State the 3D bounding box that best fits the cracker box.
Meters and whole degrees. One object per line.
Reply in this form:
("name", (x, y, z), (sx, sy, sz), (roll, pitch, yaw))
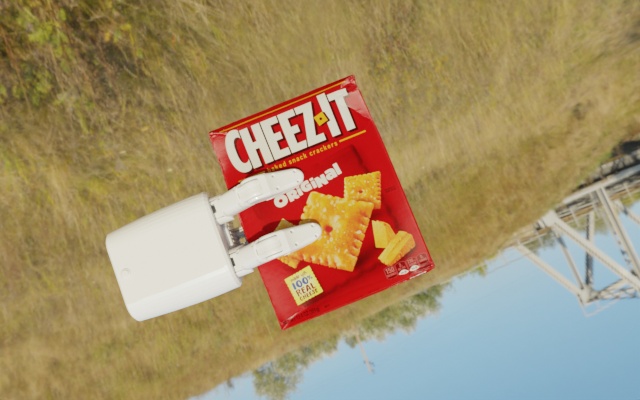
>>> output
("cracker box", (0.000, 0.002, 0.496), (0.164, 0.213, 0.072), (-22, -7, 0))
